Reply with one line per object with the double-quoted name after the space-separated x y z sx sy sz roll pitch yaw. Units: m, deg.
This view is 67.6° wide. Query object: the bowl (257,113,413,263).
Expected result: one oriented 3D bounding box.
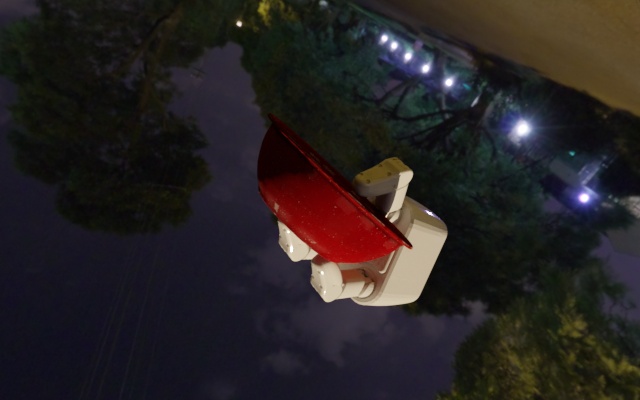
-0.001 0.001 0.399 0.162 0.055 0.162 43 5 -5 "bowl"
